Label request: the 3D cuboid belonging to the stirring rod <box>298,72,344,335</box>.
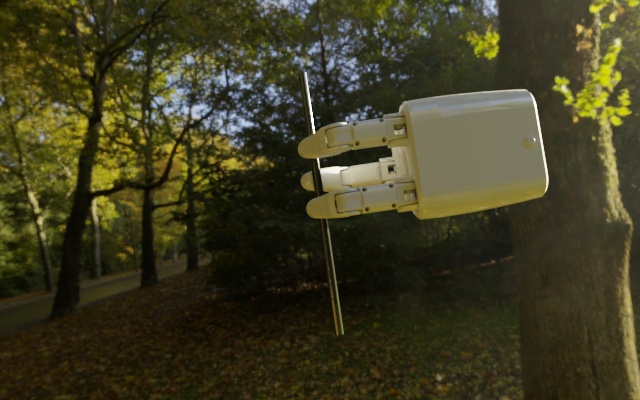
[{"bbox_3d":[0.000,0.002,0.436,0.011,0.239,0.011,-8,-3,0],"label":"stirring rod"}]
